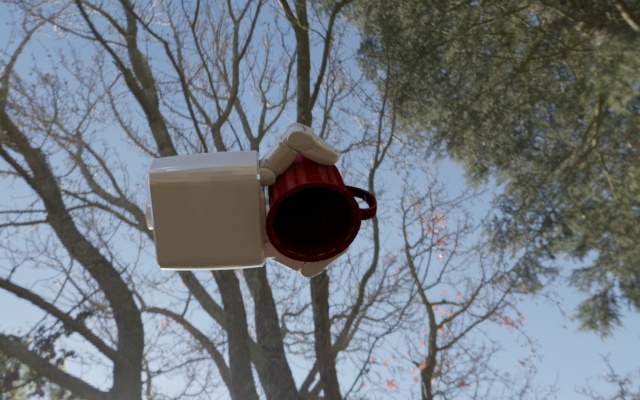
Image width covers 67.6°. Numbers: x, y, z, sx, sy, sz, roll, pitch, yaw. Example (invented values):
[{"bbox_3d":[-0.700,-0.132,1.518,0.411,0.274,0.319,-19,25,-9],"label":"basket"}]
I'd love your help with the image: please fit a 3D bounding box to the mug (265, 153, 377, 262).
[{"bbox_3d":[0.001,0.001,0.493,0.117,0.093,0.081,-3,32,-8],"label":"mug"}]
